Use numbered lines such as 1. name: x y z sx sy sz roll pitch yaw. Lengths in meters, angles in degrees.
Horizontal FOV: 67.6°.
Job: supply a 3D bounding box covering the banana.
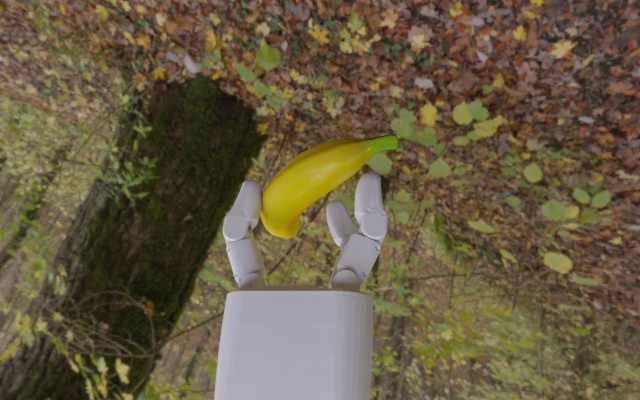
1. banana: -0.015 -0.003 0.407 0.069 0.037 0.198 9 -25 -26
